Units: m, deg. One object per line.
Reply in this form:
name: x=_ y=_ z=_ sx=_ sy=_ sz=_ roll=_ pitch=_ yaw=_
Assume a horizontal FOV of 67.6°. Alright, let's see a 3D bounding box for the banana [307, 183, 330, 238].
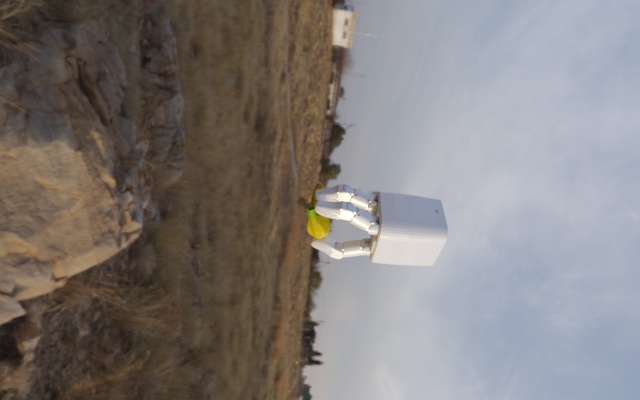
banana: x=-0.001 y=0.022 z=0.817 sx=0.037 sy=0.070 sz=0.197 roll=4 pitch=13 yaw=1
